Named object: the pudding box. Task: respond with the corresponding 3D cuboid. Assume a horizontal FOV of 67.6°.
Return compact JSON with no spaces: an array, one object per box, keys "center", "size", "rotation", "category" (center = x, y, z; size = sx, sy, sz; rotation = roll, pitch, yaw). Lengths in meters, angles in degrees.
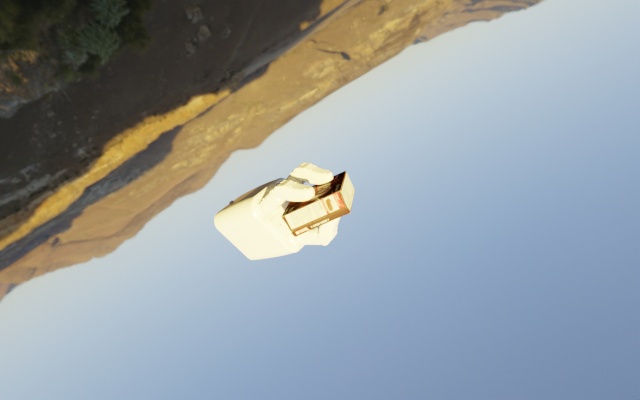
[{"center":[0.000,0.002,0.681],"size":[0.090,0.039,0.113],"rotation":[-25,15,13],"category":"pudding box"}]
